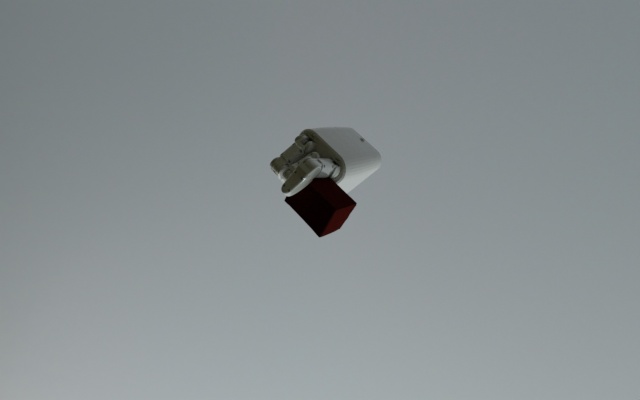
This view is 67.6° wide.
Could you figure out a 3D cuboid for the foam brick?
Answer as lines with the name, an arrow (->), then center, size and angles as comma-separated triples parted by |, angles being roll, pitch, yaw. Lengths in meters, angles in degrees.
foam brick -> 0.000, 0.002, 0.659 | 0.078, 0.053, 0.051 | 46, 33, 22
